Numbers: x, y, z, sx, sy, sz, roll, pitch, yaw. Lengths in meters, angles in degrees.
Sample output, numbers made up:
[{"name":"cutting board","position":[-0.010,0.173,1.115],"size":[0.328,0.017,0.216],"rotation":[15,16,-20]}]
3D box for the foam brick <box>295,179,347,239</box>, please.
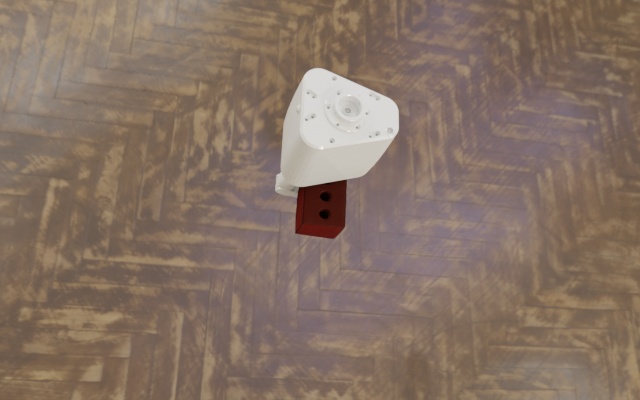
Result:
[{"name":"foam brick","position":[0.000,0.002,0.589],"size":[0.053,0.078,0.051],"rotation":[6,-19,-13]}]
